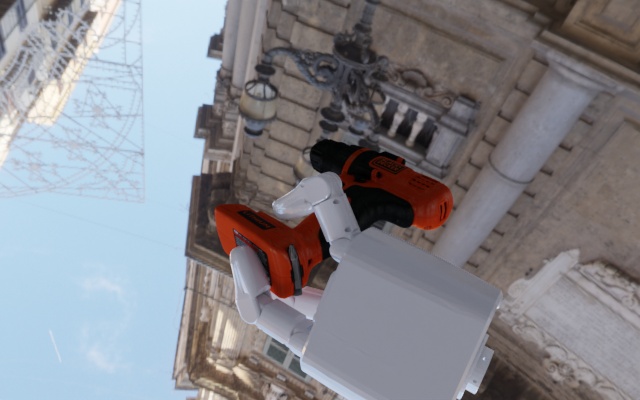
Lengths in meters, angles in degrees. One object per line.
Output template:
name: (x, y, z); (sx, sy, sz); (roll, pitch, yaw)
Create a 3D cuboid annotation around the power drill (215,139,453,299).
power drill: (0.000, 0.002, 0.452); (0.187, 0.057, 0.184); (-28, 36, -30)
